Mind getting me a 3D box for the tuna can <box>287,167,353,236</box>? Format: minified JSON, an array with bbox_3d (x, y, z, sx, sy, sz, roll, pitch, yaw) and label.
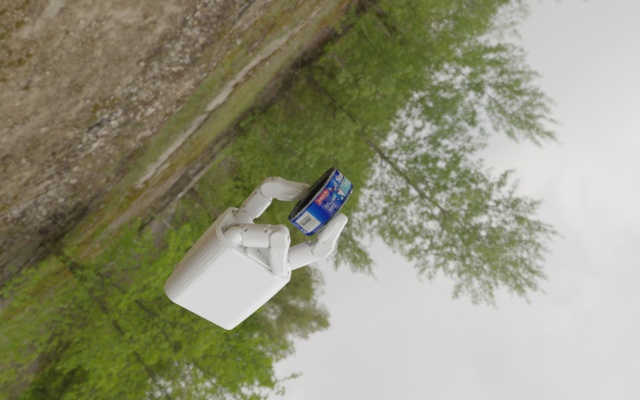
[{"bbox_3d":[0.001,0.002,0.578,0.034,0.086,0.086,41,-7,-8],"label":"tuna can"}]
